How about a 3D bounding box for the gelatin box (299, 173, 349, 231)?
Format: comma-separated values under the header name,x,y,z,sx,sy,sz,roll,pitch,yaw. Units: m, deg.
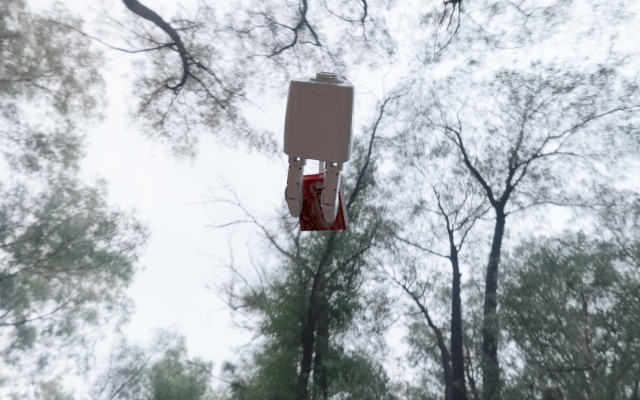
name,x,y,z,sx,sy,sz,roll,pitch,yaw
gelatin box,0.000,0.003,0.733,0.073,0.089,0.030,-3,23,15
